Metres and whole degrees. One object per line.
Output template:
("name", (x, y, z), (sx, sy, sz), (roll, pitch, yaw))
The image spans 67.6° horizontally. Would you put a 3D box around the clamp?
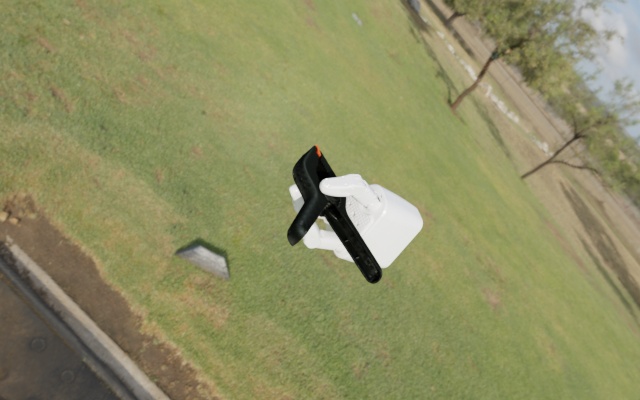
("clamp", (0.001, 0.001, 0.629), (0.036, 0.209, 0.164), (-36, -38, 24))
